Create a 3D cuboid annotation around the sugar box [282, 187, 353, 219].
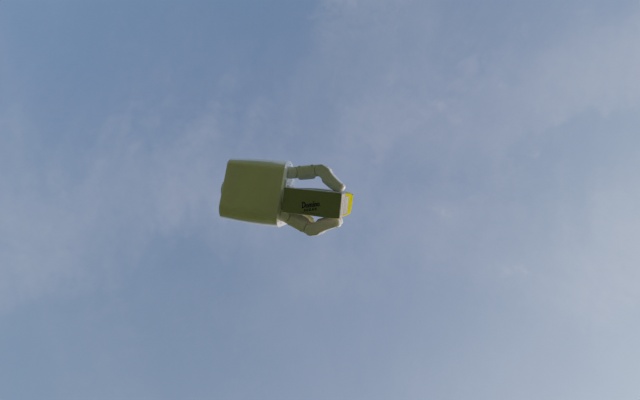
[{"bbox_3d":[0.000,0.003,0.806,0.093,0.048,0.176,6,4,10],"label":"sugar box"}]
